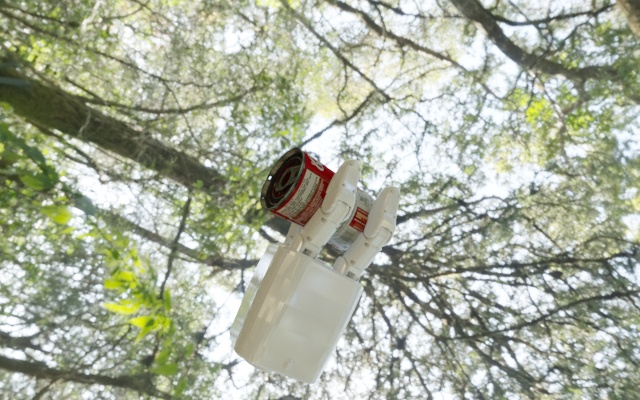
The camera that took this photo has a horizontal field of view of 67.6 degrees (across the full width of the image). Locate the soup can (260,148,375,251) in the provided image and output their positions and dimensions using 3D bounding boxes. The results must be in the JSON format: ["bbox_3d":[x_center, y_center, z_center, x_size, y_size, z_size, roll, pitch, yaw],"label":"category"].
[{"bbox_3d":[0.000,0.001,0.481,0.102,0.068,0.068,31,-16,-27],"label":"soup can"}]
